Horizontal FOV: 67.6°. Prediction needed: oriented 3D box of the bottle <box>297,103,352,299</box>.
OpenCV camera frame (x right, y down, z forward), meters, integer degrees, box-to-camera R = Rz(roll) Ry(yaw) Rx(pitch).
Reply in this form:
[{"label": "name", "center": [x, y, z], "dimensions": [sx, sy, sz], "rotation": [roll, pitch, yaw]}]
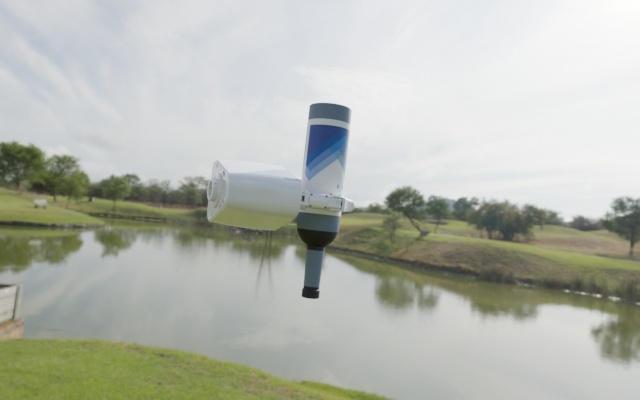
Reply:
[{"label": "bottle", "center": [0.000, 0.002, 0.737], "dimensions": [0.069, 0.295, 0.069], "rotation": [6, -2, 0]}]
